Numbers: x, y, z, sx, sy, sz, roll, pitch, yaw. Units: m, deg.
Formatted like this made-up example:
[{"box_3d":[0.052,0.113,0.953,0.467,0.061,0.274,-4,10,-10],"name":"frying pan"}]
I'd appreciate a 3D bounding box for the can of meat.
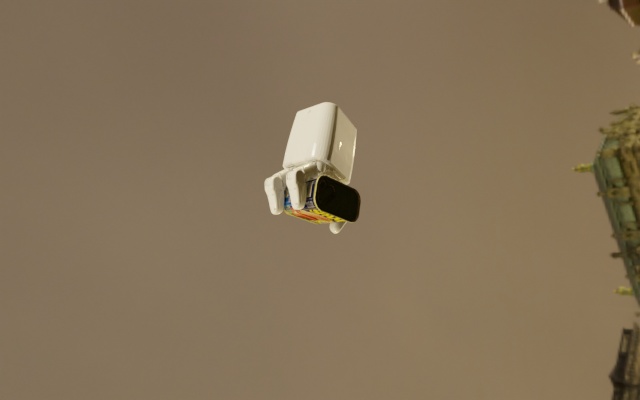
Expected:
[{"box_3d":[0.000,0.003,0.777,0.102,0.057,0.084,22,-21,-41],"name":"can of meat"}]
